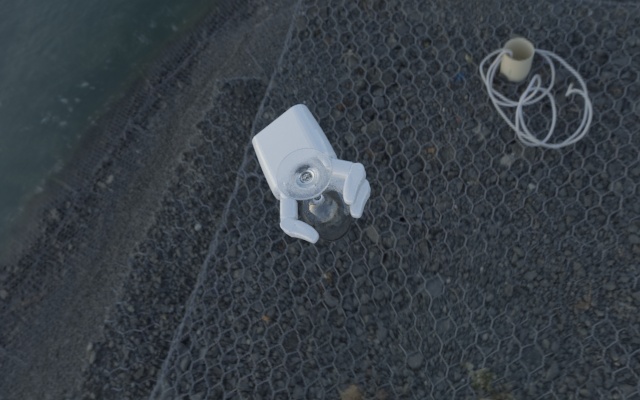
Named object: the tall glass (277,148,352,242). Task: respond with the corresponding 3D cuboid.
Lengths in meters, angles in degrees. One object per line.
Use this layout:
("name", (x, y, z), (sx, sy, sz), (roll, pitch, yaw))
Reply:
("tall glass", (0.000, 0.002, 0.702), (0.079, 0.079, 0.201), (0, -22, 13))
